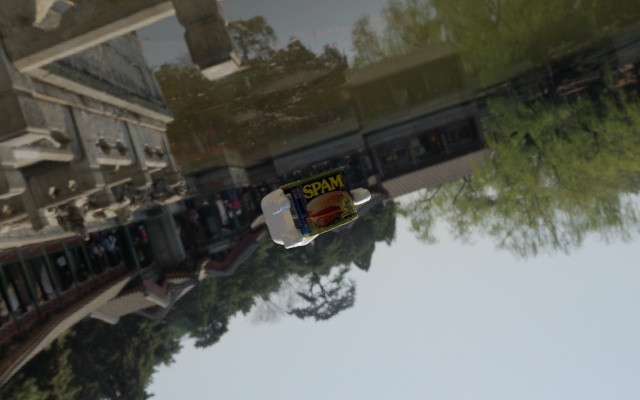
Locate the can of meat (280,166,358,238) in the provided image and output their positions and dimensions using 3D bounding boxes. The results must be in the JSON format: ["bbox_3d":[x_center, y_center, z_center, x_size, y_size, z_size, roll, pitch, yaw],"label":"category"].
[{"bbox_3d":[0.000,0.003,0.725,0.102,0.084,0.057,-20,3,-28],"label":"can of meat"}]
